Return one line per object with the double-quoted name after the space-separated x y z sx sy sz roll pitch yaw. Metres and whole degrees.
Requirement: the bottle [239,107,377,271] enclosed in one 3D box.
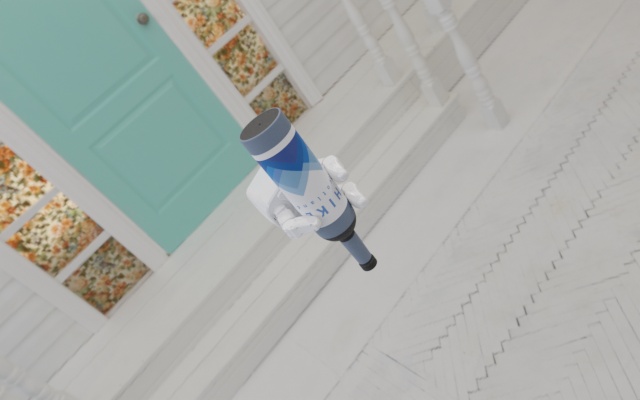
0.000 0.002 0.685 0.069 0.069 0.296 0 -43 47 "bottle"
